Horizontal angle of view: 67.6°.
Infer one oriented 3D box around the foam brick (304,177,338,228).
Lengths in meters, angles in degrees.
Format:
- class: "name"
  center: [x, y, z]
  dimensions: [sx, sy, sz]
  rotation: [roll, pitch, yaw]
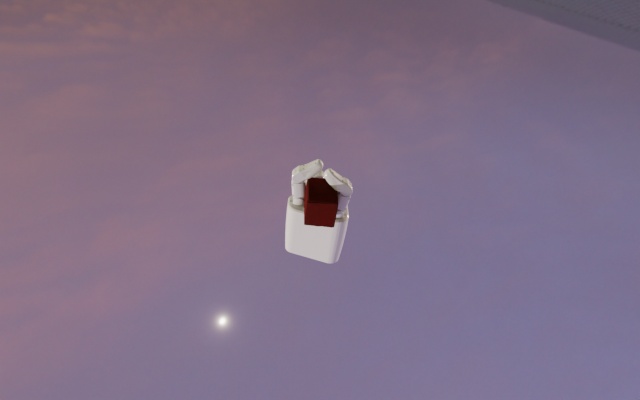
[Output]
- class: "foam brick"
  center: [0.000, 0.003, 0.820]
  dimensions: [0.053, 0.051, 0.078]
  rotation: [6, 34, -5]
